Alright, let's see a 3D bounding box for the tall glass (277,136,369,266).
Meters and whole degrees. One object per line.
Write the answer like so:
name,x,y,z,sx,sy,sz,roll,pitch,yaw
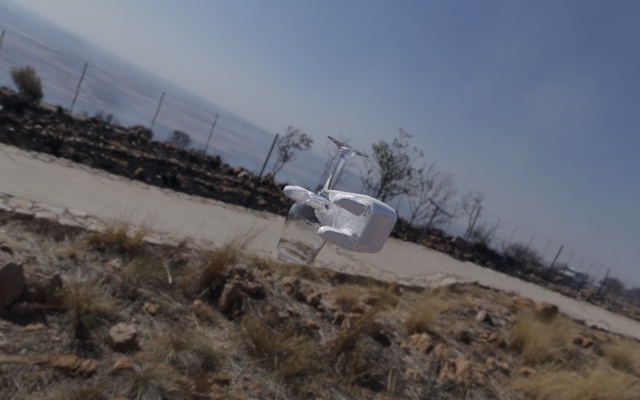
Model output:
tall glass,0.000,0.002,0.768,0.079,0.201,0.079,26,5,-3
